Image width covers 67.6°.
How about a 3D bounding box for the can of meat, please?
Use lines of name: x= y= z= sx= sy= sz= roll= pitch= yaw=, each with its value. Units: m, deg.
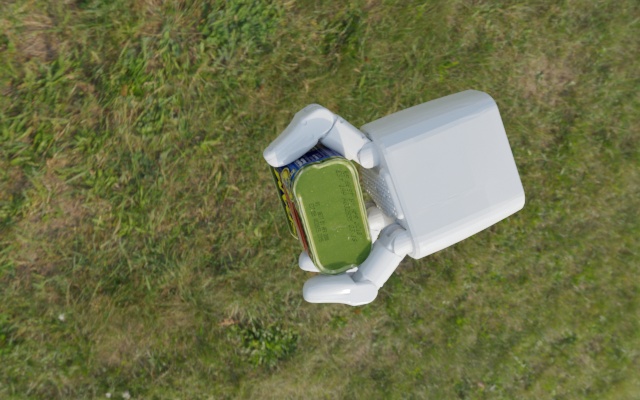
can of meat: x=0.000 y=0.001 z=0.402 sx=0.057 sy=0.102 sz=0.084 roll=-20 pitch=24 yaw=-10
